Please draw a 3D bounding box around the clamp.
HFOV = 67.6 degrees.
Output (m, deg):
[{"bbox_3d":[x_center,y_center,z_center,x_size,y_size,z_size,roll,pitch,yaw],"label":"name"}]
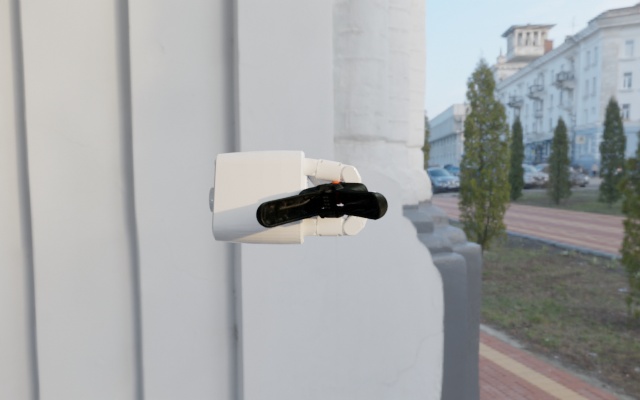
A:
[{"bbox_3d":[0.000,0.001,0.499,0.120,0.039,0.171,0,4,0],"label":"clamp"}]
